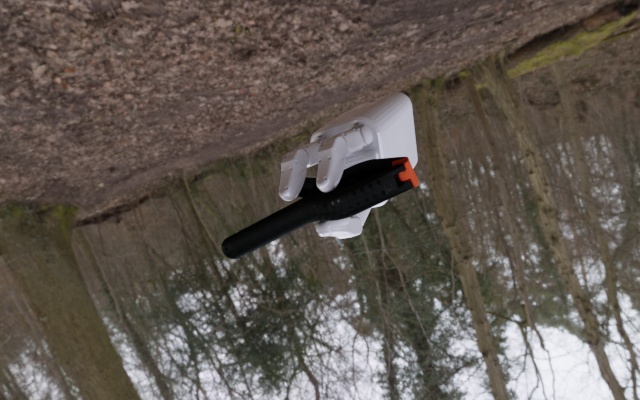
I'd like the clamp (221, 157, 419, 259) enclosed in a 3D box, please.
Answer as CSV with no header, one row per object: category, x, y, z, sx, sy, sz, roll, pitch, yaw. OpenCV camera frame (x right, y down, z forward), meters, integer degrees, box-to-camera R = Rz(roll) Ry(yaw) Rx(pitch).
clamp,0.001,0.002,0.506,0.210,0.036,0.164,-13,23,41
